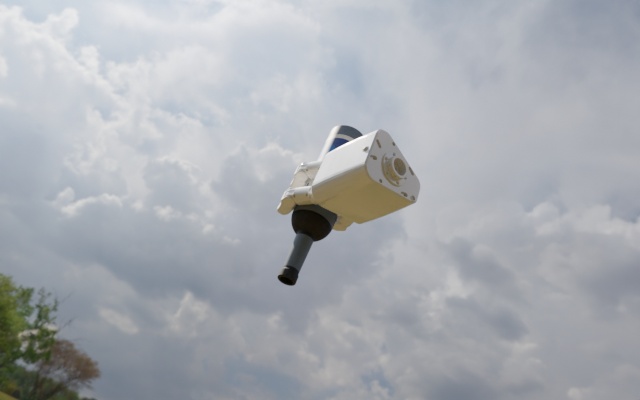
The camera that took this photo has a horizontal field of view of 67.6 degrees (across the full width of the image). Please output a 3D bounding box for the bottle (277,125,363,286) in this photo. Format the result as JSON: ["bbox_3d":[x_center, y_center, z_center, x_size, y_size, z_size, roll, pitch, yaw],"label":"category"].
[{"bbox_3d":[0.000,0.002,0.751,0.069,0.295,0.069,15,-37,12],"label":"bottle"}]
